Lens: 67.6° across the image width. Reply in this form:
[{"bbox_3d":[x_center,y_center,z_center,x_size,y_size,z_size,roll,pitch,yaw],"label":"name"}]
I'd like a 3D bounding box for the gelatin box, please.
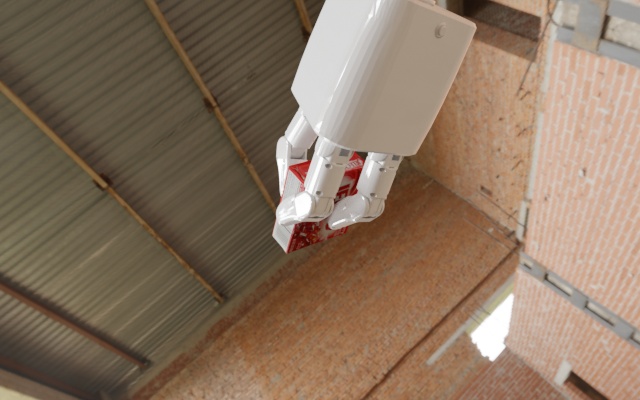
[{"bbox_3d":[0.000,0.001,0.440,0.073,0.089,0.030,-16,50,-34],"label":"gelatin box"}]
